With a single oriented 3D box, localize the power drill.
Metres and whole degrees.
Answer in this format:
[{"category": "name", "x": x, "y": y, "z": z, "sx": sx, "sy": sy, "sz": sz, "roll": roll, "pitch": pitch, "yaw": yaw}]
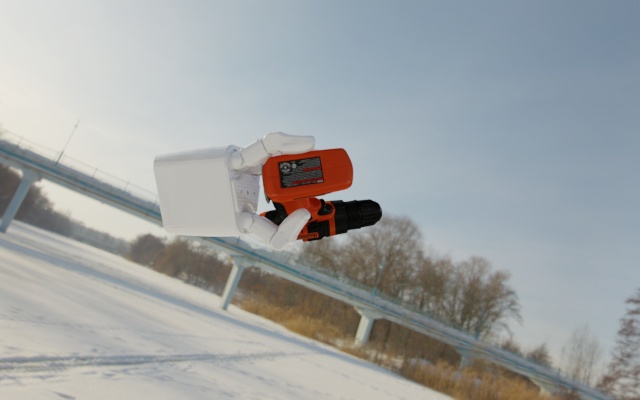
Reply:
[{"category": "power drill", "x": 0.000, "y": 0.002, "z": 0.632, "sx": 0.184, "sy": 0.057, "sz": 0.188, "roll": -10, "pitch": -25, "yaw": -5}]
